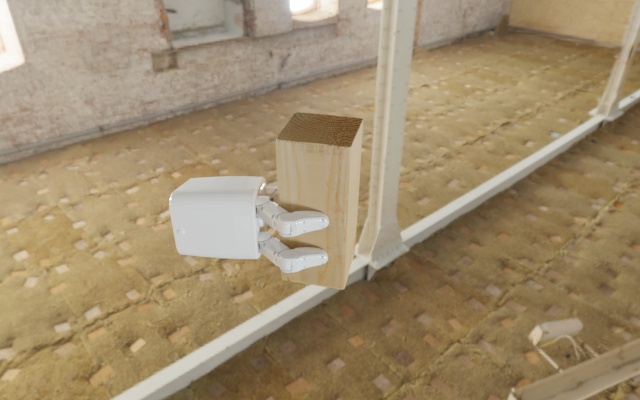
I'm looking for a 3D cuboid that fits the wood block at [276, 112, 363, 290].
[{"bbox_3d":[0.000,0.002,0.617,0.090,0.206,0.090,7,32,10],"label":"wood block"}]
